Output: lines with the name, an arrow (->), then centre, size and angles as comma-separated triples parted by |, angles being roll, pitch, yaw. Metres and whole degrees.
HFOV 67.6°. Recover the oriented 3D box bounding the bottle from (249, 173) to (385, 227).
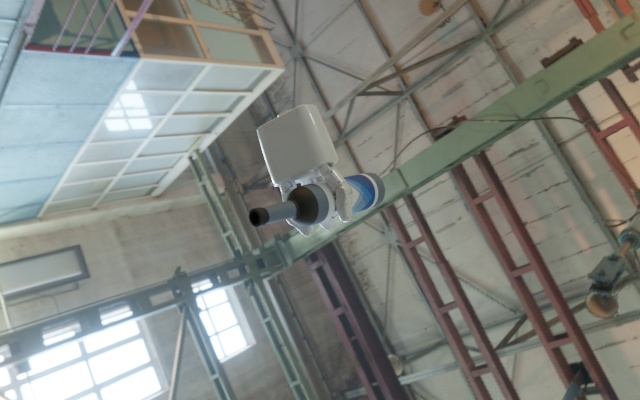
bottle -> 0.000, 0.003, 0.793 | 0.069, 0.069, 0.295 | 0, 9, 41
